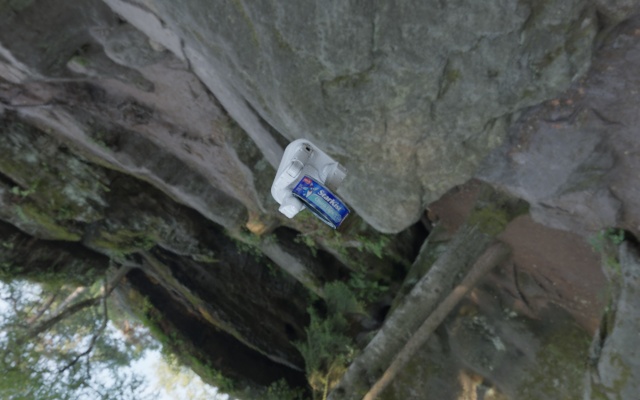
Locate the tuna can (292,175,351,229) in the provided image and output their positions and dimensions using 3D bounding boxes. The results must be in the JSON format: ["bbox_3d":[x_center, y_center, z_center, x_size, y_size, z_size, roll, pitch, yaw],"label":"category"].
[{"bbox_3d":[0.000,0.003,0.689,0.086,0.034,0.086,38,-7,6],"label":"tuna can"}]
